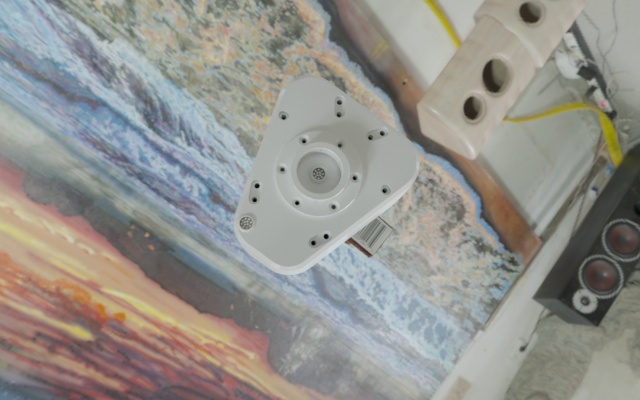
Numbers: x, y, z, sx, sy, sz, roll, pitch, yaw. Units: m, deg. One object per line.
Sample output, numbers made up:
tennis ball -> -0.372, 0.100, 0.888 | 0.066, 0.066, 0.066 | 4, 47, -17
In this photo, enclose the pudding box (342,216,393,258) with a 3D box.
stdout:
pudding box -> 0.000, 0.002, 0.448 | 0.113, 0.039, 0.090 | 42, -10, -26
